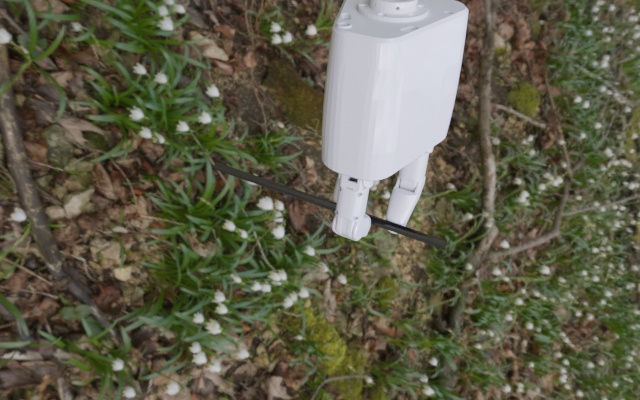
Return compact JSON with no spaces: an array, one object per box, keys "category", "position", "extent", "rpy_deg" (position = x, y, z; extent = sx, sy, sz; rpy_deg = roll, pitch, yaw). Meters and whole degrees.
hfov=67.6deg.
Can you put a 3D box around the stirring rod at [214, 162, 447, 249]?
[{"category":"stirring rod","position":[0.000,0.001,0.450],"extent":[0.239,0.011,0.011],"rpy_deg":[19,6,19]}]
